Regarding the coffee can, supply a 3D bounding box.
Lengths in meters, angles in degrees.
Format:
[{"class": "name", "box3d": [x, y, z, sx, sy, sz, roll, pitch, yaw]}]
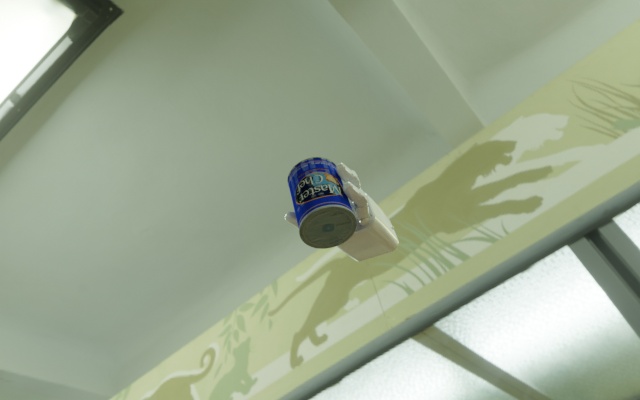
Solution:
[{"class": "coffee can", "box3d": [0.000, 0.003, 0.876, 0.103, 0.103, 0.140, 0, 42, -15]}]
